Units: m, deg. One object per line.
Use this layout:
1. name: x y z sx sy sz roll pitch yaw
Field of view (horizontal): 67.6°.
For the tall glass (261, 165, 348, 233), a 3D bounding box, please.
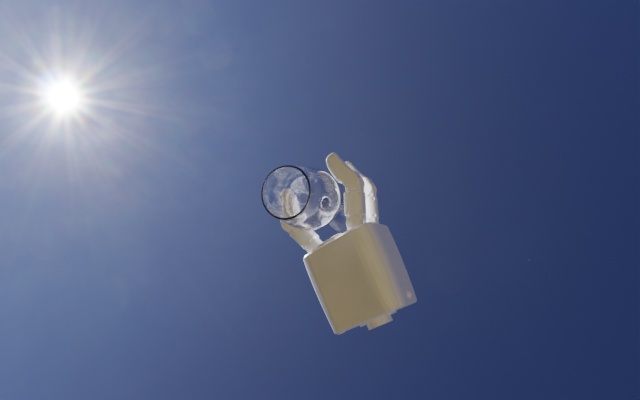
1. tall glass: 0.000 0.002 0.621 0.079 0.079 0.201 0 -7 24
